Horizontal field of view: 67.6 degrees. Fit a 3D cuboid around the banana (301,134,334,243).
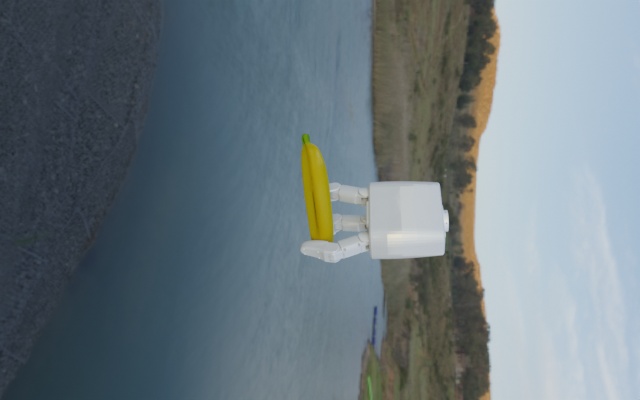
[{"bbox_3d":[-0.002,0.004,0.697,0.037,0.198,0.069,-5,14,6],"label":"banana"}]
